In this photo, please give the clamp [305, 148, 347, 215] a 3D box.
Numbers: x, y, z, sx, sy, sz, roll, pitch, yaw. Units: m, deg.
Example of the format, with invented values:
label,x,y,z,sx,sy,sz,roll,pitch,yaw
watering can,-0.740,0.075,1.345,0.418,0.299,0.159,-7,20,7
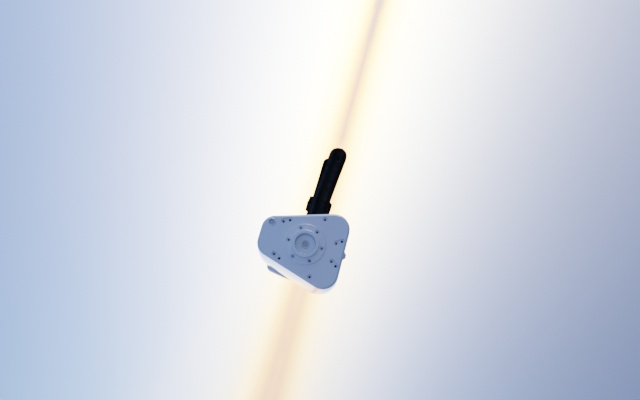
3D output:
label,x,y,z,sx,sy,sz,roll,pitch,yaw
clamp,-0.001,0.002,0.703,0.039,0.171,0.120,15,-13,1
